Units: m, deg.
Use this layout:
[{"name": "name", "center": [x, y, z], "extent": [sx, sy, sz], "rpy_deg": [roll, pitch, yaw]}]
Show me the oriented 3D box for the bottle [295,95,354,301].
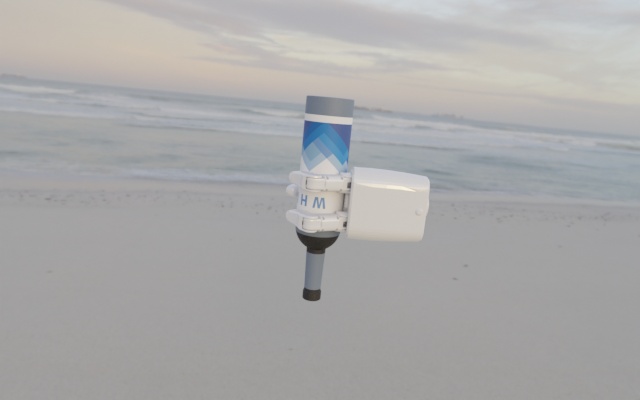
[{"name": "bottle", "center": [0.000, 0.002, 0.685], "extent": [0.069, 0.296, 0.069], "rpy_deg": [5, 12, -1]}]
